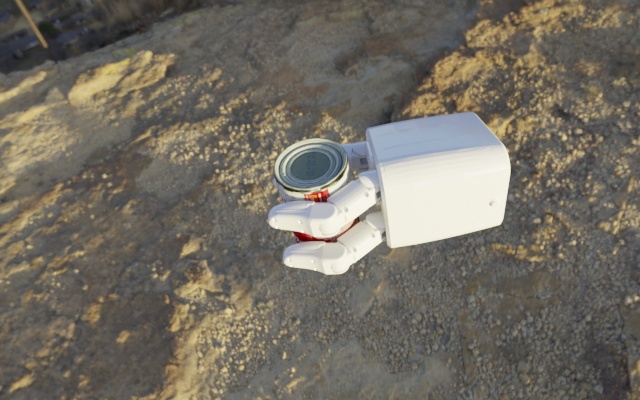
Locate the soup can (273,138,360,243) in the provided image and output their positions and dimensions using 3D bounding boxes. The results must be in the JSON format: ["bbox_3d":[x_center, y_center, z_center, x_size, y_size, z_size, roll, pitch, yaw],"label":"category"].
[{"bbox_3d":[0.000,0.001,0.445,0.068,0.068,0.102,0,-42,14],"label":"soup can"}]
